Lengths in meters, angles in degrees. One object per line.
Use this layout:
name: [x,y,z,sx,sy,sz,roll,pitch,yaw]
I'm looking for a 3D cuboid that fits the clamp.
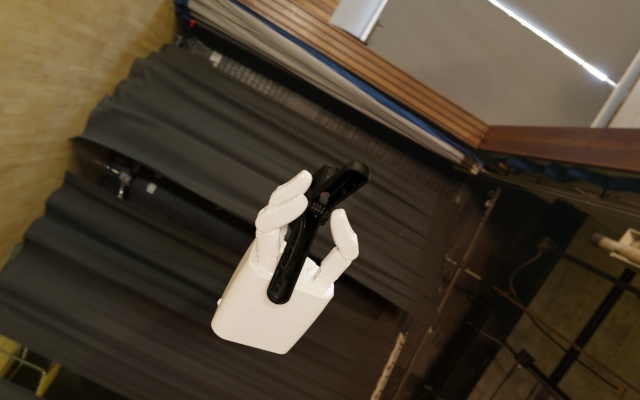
clamp: [0.001,0.002,0.537,0.036,0.164,0.210,32,20,-10]
